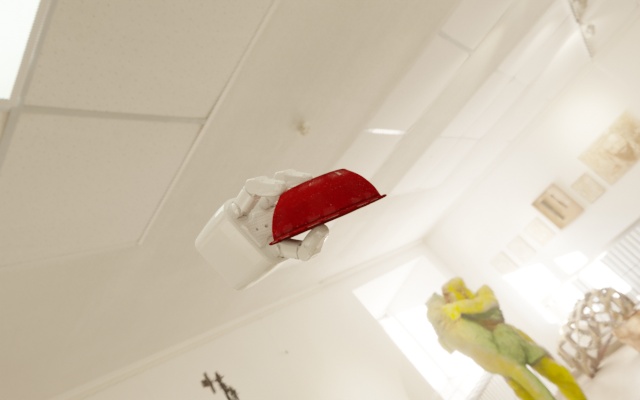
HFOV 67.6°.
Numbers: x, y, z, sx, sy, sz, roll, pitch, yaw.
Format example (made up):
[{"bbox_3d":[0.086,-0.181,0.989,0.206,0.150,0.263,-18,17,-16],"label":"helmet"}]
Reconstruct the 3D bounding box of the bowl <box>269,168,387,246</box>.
[{"bbox_3d":[0.001,0.001,0.608,0.162,0.055,0.162,-22,-3,-1],"label":"bowl"}]
